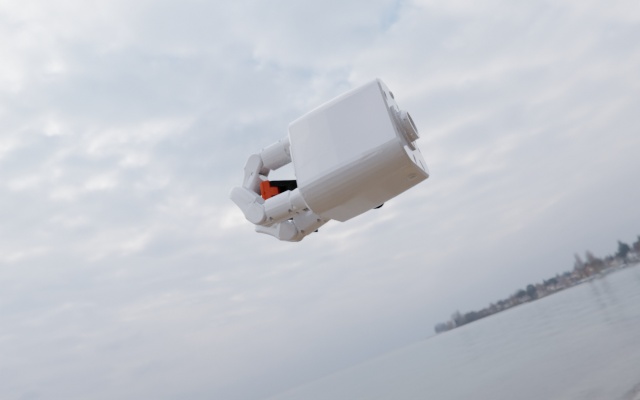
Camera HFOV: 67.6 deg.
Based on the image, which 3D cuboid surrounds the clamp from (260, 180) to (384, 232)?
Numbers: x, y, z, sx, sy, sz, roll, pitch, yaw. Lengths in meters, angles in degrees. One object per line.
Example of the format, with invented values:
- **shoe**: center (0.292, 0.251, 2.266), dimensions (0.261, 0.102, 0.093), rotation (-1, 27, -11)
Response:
- **clamp**: center (0.000, 0.001, 0.564), dimensions (0.120, 0.039, 0.171), rotation (-26, -19, 21)
